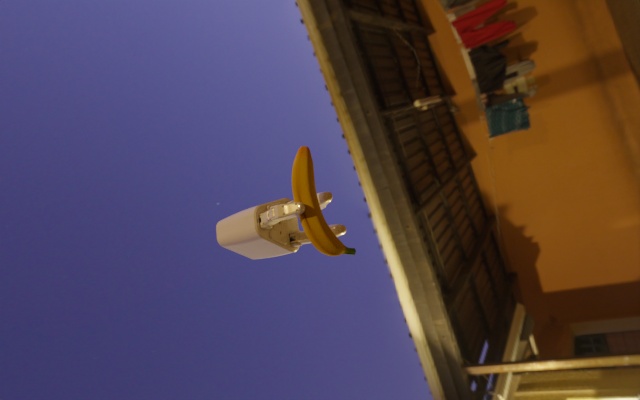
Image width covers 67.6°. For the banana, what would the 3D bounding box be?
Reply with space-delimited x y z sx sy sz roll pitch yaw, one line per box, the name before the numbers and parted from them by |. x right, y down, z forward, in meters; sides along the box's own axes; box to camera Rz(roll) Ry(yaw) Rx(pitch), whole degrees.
banana | -0.009 0.012 0.765 0.037 0.198 0.069 -18 8 40
